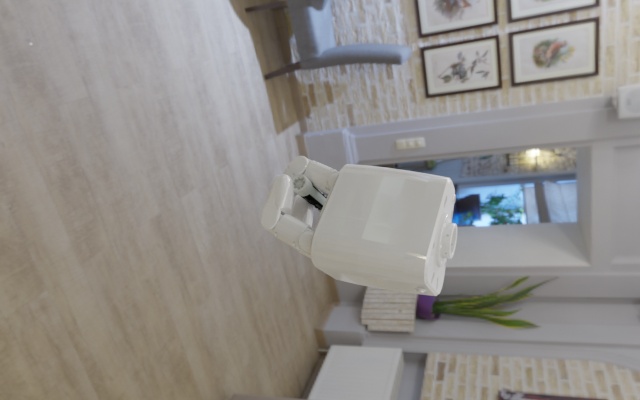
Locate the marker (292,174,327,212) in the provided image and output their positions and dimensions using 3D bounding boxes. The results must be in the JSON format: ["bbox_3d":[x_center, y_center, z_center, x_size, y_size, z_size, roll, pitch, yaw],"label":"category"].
[{"bbox_3d":[0.000,0.002,0.528,0.020,0.020,0.121,0,-19,23],"label":"marker"}]
